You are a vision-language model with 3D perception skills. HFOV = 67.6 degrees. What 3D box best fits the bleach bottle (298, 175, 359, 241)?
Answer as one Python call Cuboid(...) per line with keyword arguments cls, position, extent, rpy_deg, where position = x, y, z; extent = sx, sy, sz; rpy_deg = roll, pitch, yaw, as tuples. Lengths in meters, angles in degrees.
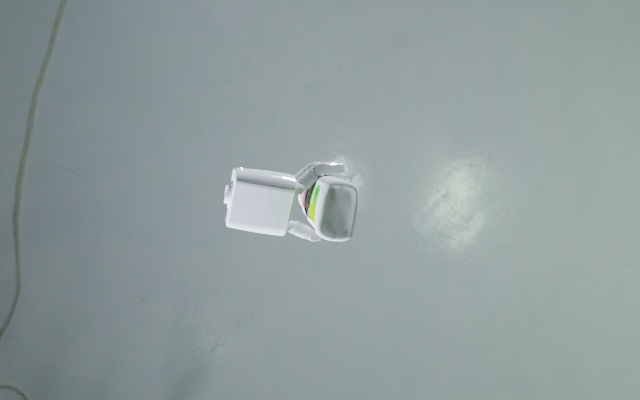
Cuboid(cls="bleach bottle", position=(0.000, 0.003, 0.884), extent=(0.068, 0.102, 0.251), rpy_deg=(9, 4, -15))
